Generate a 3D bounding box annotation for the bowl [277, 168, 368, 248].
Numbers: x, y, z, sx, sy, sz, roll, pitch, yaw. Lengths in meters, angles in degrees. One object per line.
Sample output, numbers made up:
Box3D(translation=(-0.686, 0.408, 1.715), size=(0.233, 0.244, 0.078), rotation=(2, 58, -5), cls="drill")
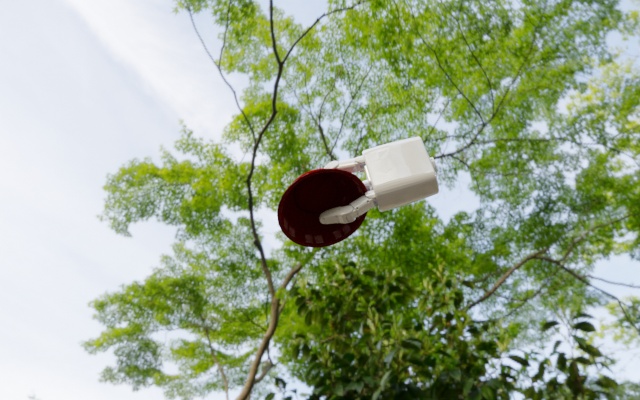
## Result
Box3D(translation=(-0.001, 0.003, 0.829), size=(0.162, 0.162, 0.055), rotation=(0, 33, -17), cls="bowl")
